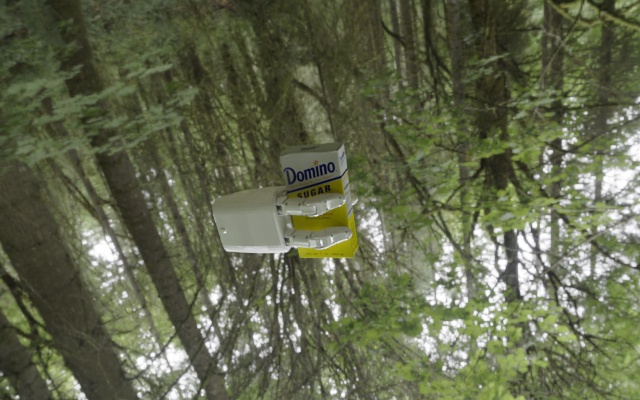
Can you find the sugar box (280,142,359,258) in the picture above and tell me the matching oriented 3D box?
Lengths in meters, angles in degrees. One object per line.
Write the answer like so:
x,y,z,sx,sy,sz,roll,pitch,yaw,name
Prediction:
0.000,0.003,0.733,0.093,0.176,0.048,-3,25,19,sugar box
